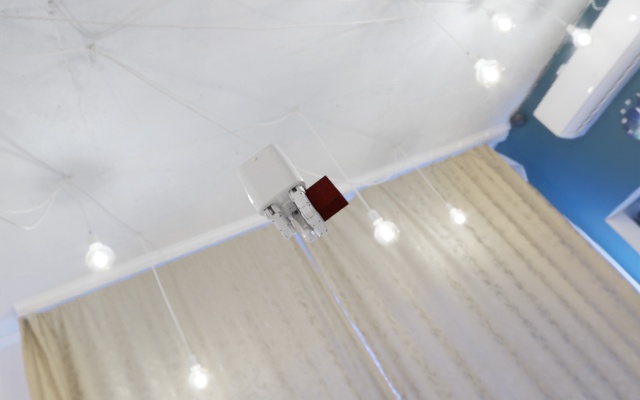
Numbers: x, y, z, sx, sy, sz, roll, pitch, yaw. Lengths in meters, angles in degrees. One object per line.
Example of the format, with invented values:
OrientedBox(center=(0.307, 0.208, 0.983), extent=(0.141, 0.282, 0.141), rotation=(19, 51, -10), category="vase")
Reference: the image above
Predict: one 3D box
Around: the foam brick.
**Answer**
OrientedBox(center=(0.000, 0.003, 0.853), extent=(0.078, 0.051, 0.053), rotation=(-37, -29, 5), category="foam brick")
